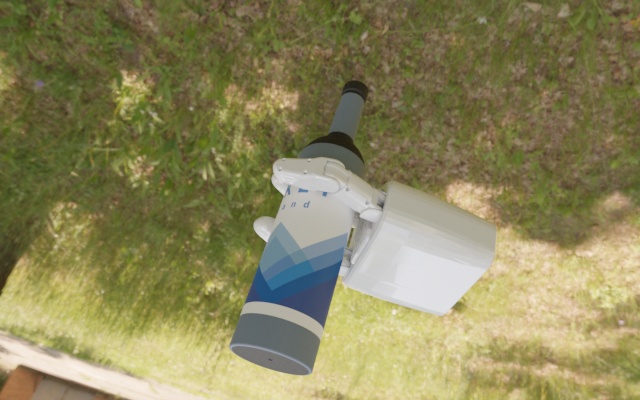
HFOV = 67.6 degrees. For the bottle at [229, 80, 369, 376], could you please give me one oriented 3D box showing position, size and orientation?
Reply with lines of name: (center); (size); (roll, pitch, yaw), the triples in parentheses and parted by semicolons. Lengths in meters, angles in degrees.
bottle: (0.000, 0.002, 0.437); (0.069, 0.295, 0.069); (13, -31, 8)
